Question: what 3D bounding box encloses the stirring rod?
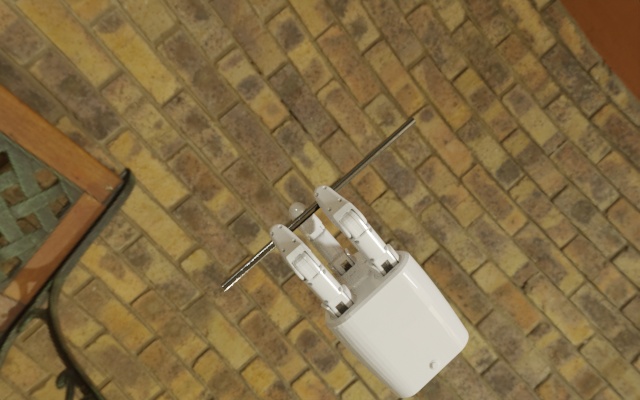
[{"bbox_3d":[0.000,0.002,0.452,0.239,0.011,0.011,-41,4,-5],"label":"stirring rod"}]
